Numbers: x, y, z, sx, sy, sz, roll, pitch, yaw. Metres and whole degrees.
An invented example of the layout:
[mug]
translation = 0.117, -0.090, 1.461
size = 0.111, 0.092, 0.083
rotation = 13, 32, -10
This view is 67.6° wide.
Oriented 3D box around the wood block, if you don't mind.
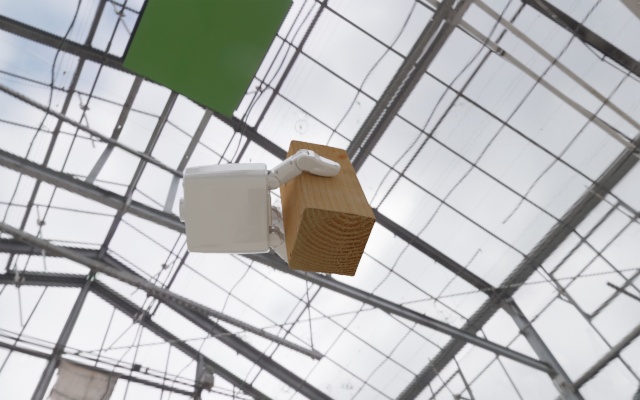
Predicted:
[wood block]
translation = 0.000, 0.002, 0.659
size = 0.090, 0.091, 0.206
rotation = 9, 28, -14
